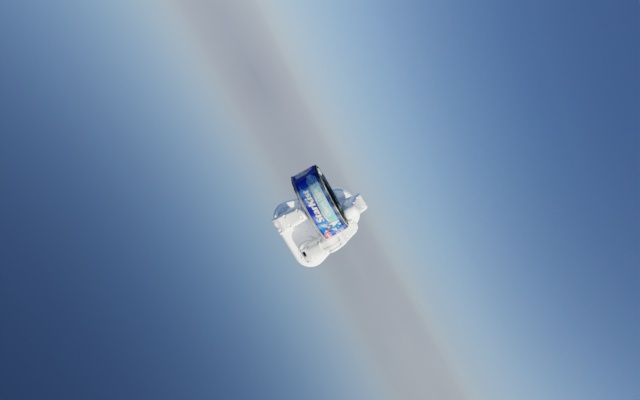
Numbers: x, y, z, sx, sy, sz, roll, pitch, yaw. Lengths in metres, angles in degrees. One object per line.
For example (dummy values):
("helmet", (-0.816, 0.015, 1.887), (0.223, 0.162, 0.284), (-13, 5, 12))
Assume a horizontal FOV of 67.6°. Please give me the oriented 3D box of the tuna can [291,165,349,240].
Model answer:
("tuna can", (0.001, 0.002, 0.564), (0.034, 0.086, 0.086), (-28, -3, 6))
